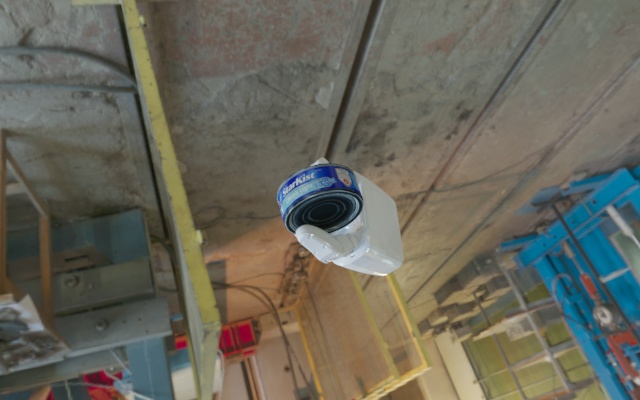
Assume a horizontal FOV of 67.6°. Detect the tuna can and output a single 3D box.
[{"bbox_3d":[0.000,0.002,0.491,0.086,0.033,0.086,-12,-33,-8],"label":"tuna can"}]
